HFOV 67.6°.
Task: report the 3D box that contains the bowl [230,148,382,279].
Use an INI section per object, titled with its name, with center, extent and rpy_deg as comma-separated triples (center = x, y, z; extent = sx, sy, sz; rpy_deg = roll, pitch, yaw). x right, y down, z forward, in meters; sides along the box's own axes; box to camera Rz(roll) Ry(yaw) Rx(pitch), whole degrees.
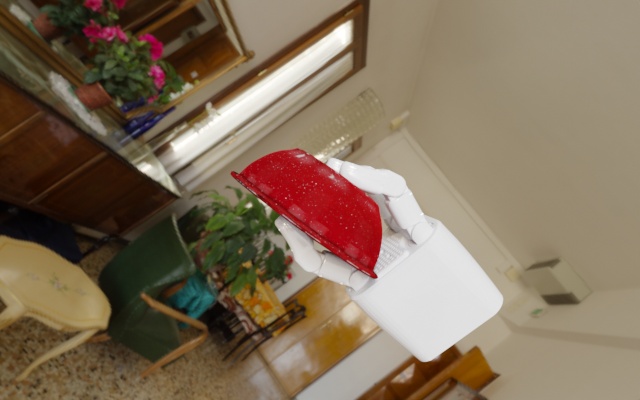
[bowl]
center = -0.001, 0.000, 0.430
extent = 0.162, 0.055, 0.162
rpy_deg = 35, -1, 0
